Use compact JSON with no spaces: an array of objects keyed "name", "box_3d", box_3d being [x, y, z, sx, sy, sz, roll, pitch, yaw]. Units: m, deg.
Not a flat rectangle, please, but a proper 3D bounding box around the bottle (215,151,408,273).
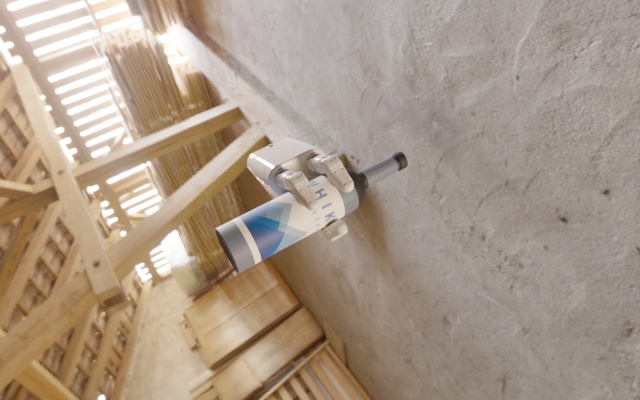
[{"name":"bottle","box_3d":[0.000,0.002,0.676,0.295,0.069,0.069,-28,9,-18]}]
